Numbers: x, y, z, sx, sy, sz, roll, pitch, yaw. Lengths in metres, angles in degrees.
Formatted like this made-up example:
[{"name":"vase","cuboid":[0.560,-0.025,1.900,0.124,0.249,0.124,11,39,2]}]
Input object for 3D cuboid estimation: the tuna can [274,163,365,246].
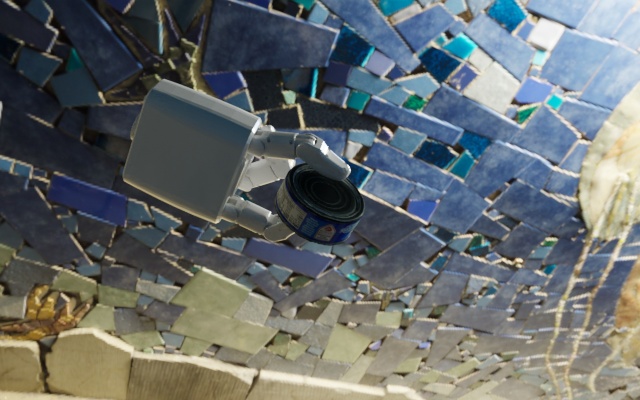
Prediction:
[{"name":"tuna can","cuboid":[0.000,0.001,0.471,0.086,0.034,0.086,20,36,-15]}]
